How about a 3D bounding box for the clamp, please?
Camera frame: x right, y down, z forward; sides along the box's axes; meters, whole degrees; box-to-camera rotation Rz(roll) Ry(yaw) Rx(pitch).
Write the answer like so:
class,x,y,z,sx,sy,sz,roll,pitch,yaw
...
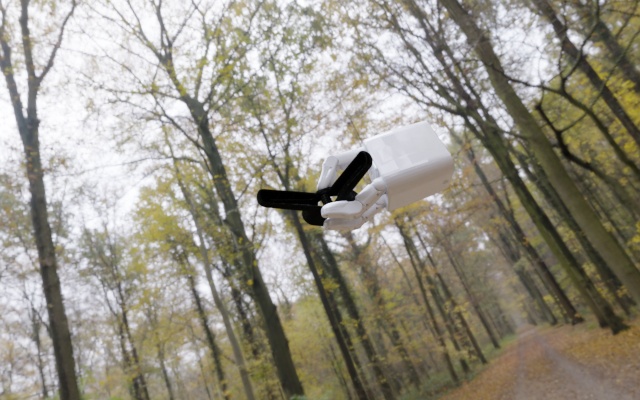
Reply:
class,x,y,z,sx,sy,sz,roll,pitch,yaw
clamp,0.000,0.002,0.720,0.164,0.036,0.210,-17,-23,-1
